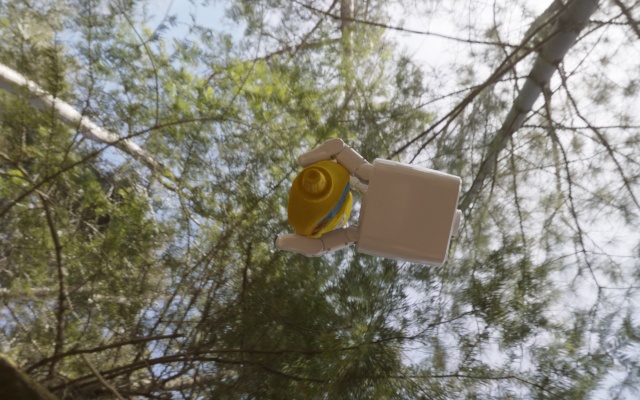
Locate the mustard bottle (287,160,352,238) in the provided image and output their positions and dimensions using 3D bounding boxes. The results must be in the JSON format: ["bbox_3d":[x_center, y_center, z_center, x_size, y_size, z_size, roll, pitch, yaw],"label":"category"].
[{"bbox_3d":[0.000,0.002,0.597,0.058,0.096,0.192,36,-10,13],"label":"mustard bottle"}]
